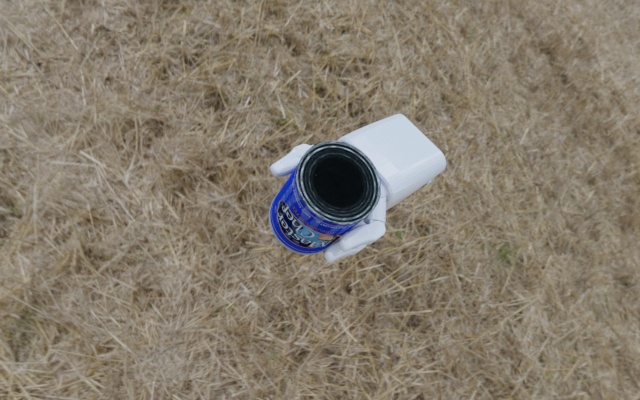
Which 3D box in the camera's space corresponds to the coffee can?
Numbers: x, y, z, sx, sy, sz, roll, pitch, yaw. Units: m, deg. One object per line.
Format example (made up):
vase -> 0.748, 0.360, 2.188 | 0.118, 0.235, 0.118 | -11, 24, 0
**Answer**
coffee can -> 0.000, 0.002, 0.599 | 0.103, 0.102, 0.140 | 0, -20, -19
